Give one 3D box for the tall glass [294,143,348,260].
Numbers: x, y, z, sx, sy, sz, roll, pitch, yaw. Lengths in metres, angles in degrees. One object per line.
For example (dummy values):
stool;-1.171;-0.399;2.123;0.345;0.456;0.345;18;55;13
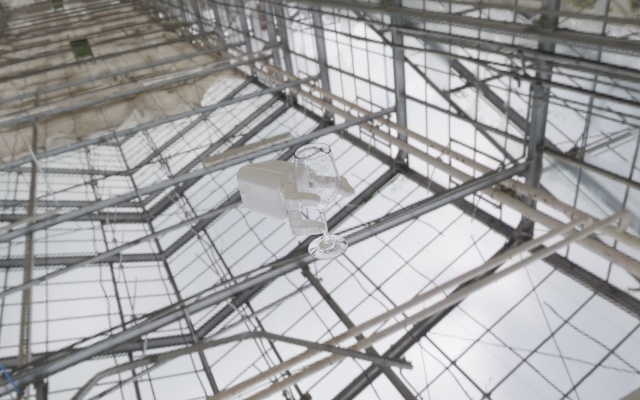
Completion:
tall glass;0.000;0.003;0.834;0.079;0.201;0.079;-6;31;4
